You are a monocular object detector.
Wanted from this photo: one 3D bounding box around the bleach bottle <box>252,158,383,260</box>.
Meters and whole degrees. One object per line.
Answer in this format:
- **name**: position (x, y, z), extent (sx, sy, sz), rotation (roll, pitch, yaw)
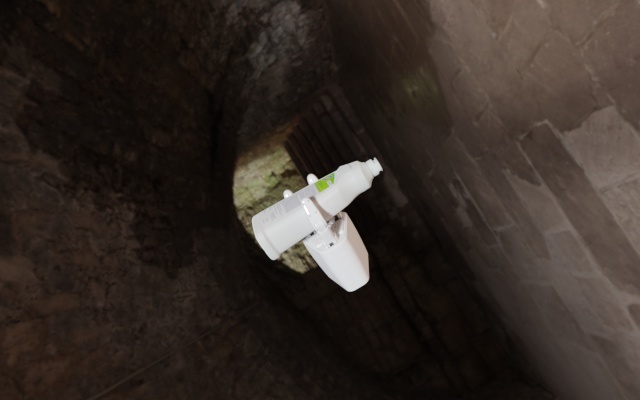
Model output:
- **bleach bottle**: position (0.000, 0.003, 0.859), extent (0.251, 0.068, 0.102), rotation (-31, 27, 1)
